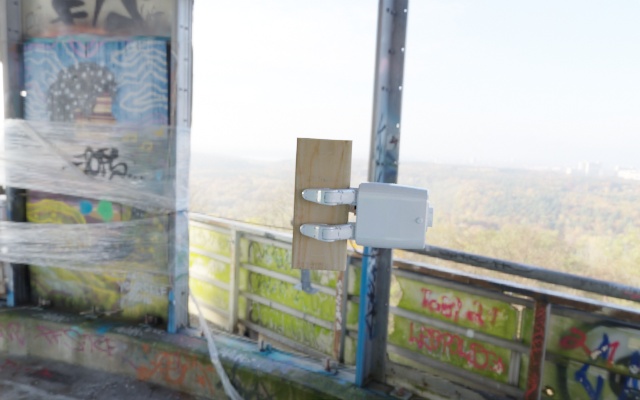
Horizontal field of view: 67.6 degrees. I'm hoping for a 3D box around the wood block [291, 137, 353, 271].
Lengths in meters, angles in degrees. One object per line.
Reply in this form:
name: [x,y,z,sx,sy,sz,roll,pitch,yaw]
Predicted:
wood block: [0.001,0.002,0.782,0.090,0.206,0.091,3,7,-1]
